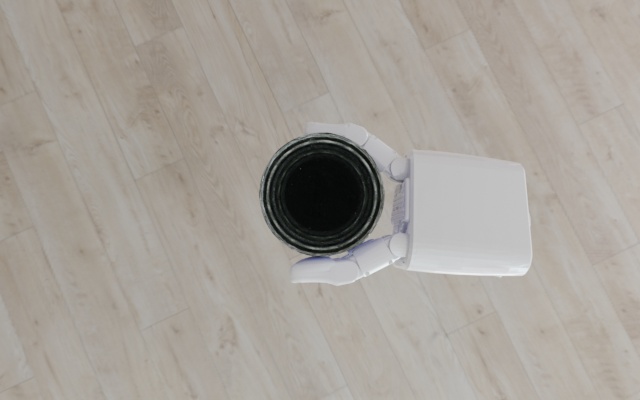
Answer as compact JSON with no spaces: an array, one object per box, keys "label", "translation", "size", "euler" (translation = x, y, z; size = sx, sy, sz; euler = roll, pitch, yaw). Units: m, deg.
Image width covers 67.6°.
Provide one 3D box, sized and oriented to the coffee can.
[{"label":"coffee can","translation":[0.000,0.001,0.456],"size":[0.103,0.103,0.140],"euler":[0,-5,-1]}]
